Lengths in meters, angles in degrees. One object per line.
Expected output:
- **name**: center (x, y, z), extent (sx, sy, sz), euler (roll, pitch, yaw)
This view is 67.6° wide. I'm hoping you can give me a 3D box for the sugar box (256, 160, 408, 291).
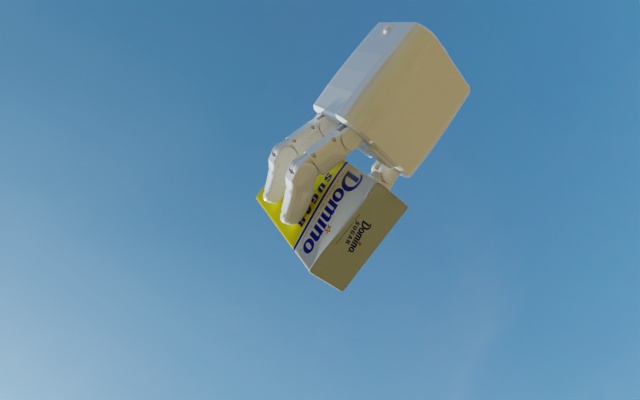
- **sugar box**: center (0.000, 0.001, 0.459), extent (0.048, 0.093, 0.176), euler (36, 3, -27)
